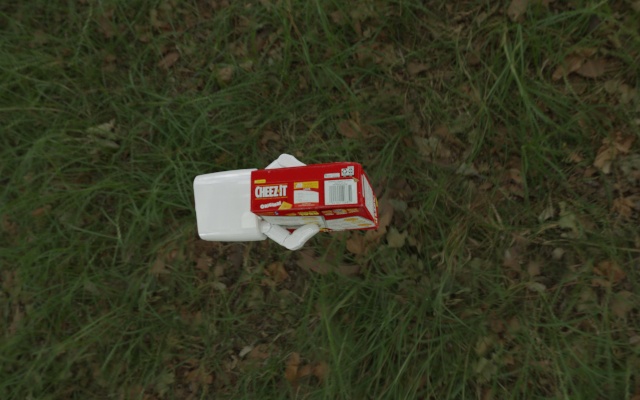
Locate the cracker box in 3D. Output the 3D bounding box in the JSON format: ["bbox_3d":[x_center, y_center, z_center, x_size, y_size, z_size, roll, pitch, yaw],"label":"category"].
[{"bbox_3d":[0.000,0.003,0.766,0.164,0.072,0.214,-4,-12,12],"label":"cracker box"}]
